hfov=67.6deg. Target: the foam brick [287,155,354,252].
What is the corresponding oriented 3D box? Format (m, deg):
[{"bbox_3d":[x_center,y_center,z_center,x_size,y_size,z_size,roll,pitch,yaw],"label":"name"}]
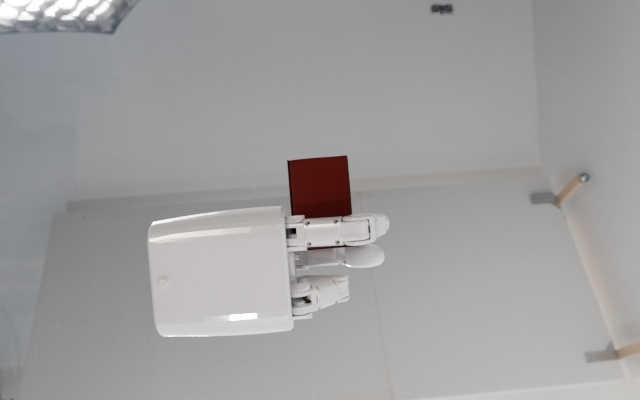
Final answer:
[{"bbox_3d":[0.000,0.001,0.413,0.051,0.078,0.053,-4,2,1],"label":"foam brick"}]
